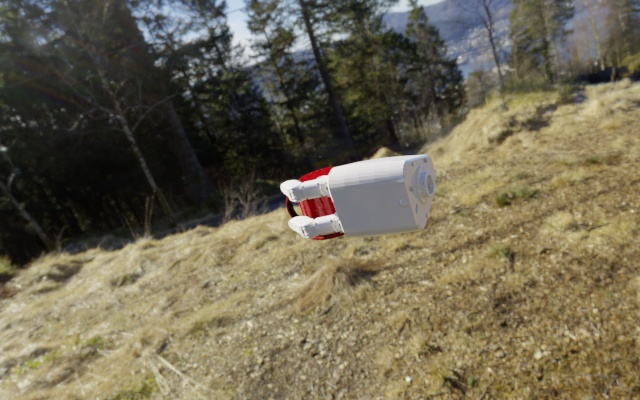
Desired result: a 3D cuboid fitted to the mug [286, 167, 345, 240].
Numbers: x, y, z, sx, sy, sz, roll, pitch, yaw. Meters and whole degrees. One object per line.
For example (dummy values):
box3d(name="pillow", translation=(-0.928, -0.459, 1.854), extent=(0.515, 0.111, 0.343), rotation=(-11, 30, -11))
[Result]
box3d(name="mug", translation=(-0.001, 0.002, 0.713), extent=(0.117, 0.081, 0.093), rotation=(-6, 22, 31))
